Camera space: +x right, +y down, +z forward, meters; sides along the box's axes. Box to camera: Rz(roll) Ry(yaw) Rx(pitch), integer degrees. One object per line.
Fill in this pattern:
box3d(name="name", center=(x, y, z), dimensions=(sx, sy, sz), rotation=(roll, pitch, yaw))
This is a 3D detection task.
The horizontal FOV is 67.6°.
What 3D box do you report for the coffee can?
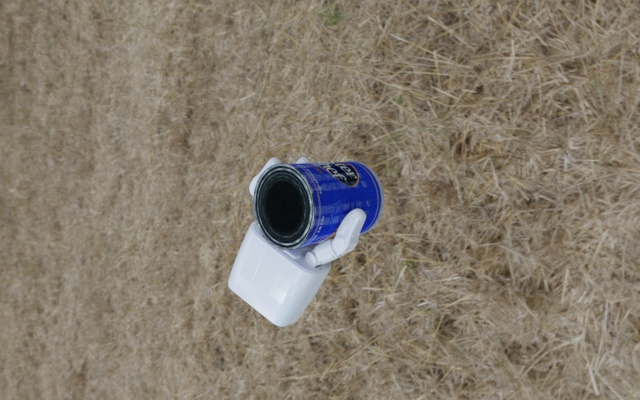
box3d(name="coffee can", center=(0.000, 0.002, 0.608), dimensions=(0.103, 0.103, 0.140), rotation=(0, 5, 41))
